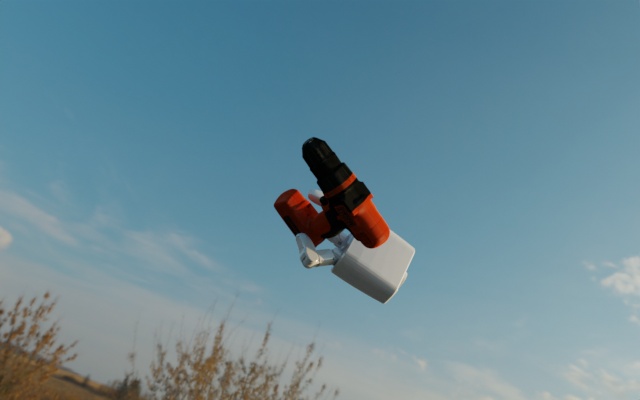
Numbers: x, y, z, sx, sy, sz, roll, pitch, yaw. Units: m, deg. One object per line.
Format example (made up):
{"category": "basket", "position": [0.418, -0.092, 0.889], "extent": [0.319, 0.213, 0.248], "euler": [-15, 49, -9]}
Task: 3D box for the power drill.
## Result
{"category": "power drill", "position": [0.000, 0.003, 0.736], "extent": [0.057, 0.184, 0.188], "euler": [-40, 11, -30]}
